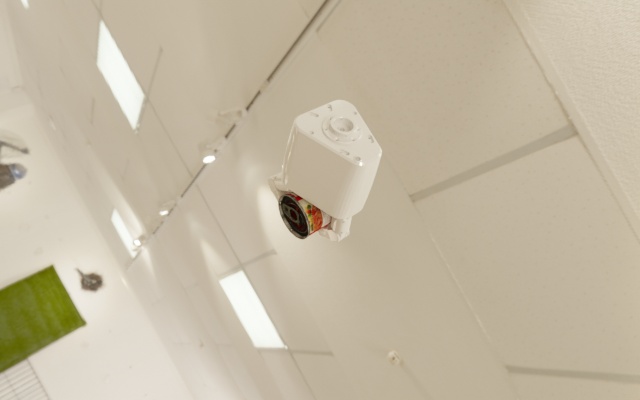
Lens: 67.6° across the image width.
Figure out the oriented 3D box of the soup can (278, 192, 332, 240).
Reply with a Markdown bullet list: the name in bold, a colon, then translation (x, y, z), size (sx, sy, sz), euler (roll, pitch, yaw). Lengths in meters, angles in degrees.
- **soup can**: translation (0.000, 0.002, 0.681), size (0.102, 0.068, 0.068), euler (-29, 16, -30)
